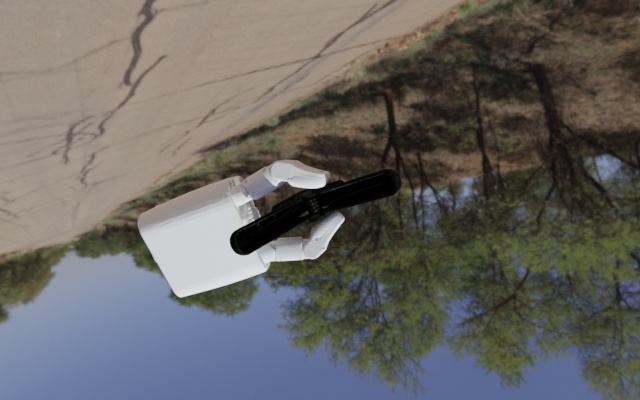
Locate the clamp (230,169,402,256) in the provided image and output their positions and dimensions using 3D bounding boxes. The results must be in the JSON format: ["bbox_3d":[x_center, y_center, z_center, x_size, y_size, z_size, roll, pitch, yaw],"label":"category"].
[{"bbox_3d":[0.000,0.002,0.516,0.164,0.036,0.210,-21,5,5],"label":"clamp"}]
